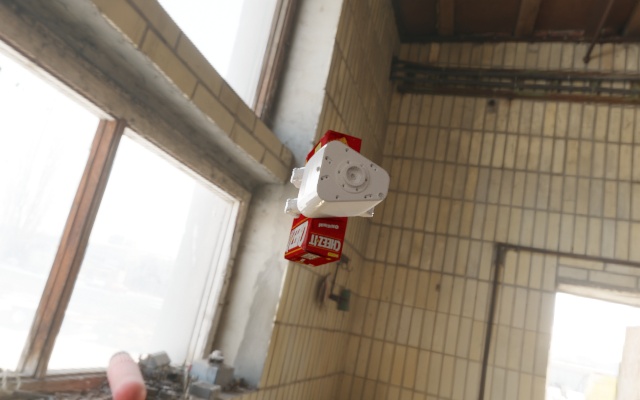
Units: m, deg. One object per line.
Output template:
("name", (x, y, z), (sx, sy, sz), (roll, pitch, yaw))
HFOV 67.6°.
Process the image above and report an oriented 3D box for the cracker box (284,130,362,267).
("cracker box", (0.000, 0.003, 0.857), (0.072, 0.213, 0.164), (15, -15, -12))
